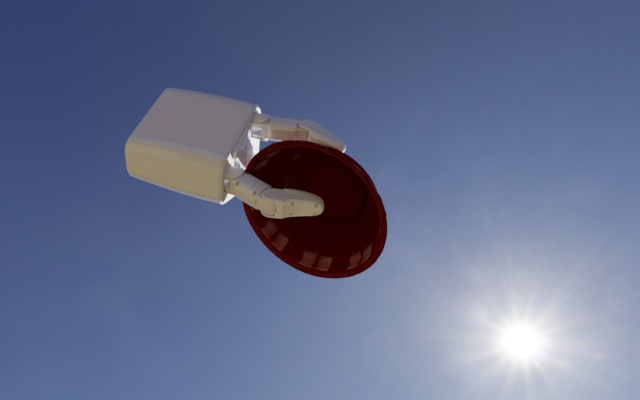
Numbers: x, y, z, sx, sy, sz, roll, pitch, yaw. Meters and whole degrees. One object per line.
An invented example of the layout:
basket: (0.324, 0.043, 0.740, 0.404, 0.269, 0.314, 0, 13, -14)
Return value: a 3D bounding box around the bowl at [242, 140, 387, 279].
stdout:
bowl: (0.001, 0.002, 0.499, 0.162, 0.162, 0.055, 0, 30, 28)
